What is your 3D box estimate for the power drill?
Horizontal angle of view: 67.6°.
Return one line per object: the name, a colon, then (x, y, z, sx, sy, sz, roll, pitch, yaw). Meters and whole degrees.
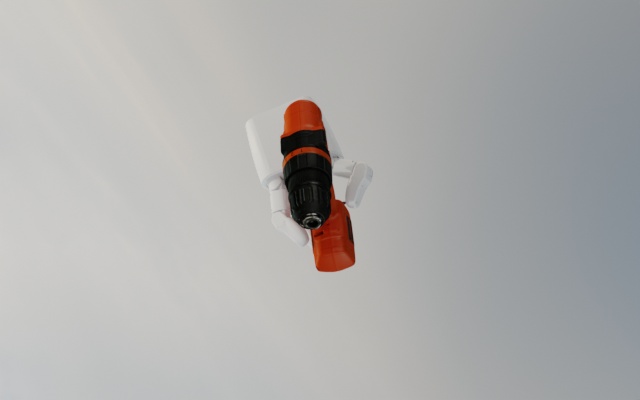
power drill: (0.000, 0.002, 0.559, 0.057, 0.184, 0.188, -9, -44, 6)
